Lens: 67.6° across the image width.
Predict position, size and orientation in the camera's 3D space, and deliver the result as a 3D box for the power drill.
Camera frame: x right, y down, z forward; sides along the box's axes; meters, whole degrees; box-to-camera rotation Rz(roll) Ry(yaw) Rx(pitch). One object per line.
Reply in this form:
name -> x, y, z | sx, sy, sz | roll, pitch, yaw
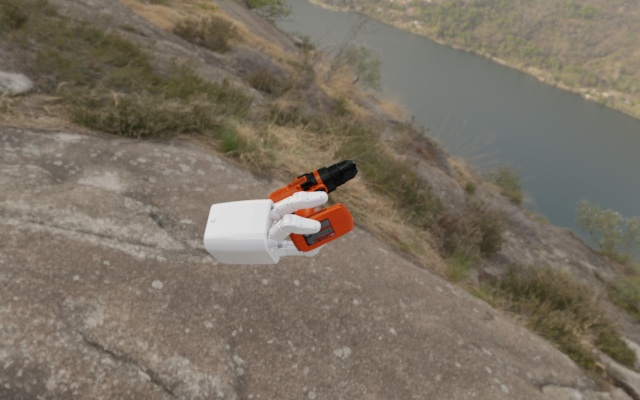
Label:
power drill -> 0.000, 0.003, 0.853 | 0.184, 0.057, 0.187 | -27, 27, 2
